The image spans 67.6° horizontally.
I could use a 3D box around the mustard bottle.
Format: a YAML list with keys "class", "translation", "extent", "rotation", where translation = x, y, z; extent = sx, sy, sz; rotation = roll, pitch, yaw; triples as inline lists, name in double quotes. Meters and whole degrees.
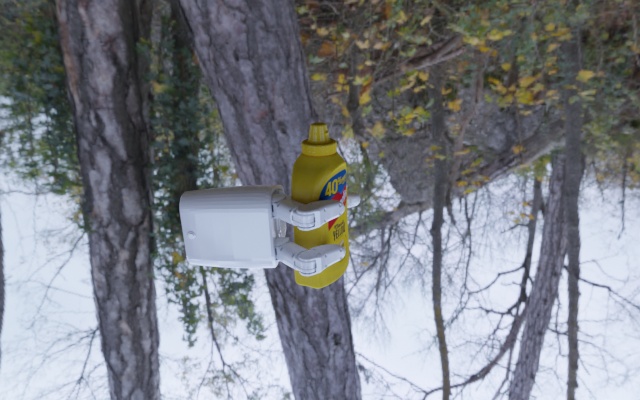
- class: "mustard bottle"
  translation: [0.000, 0.002, 0.578]
  extent: [0.058, 0.192, 0.096]
  rotation: [9, 23, 27]
